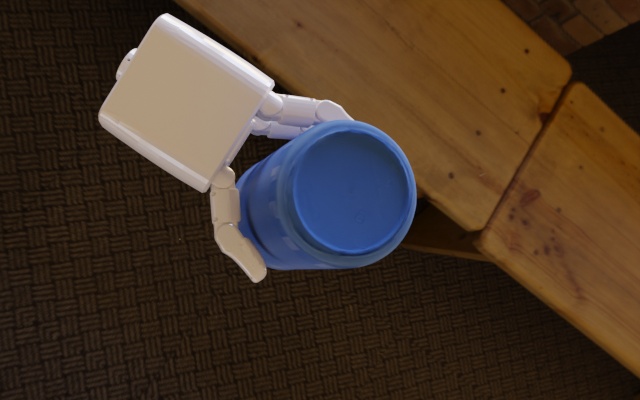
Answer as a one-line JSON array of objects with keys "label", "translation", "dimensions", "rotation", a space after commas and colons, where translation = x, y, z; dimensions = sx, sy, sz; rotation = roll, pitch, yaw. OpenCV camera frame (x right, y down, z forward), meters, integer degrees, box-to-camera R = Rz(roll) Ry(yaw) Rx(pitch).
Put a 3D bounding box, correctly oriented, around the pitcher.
[{"label": "pitcher", "translation": [0.000, 0.001, 0.452], "dimensions": [0.145, 0.149, 0.243], "rotation": [35, -13, -10]}]
